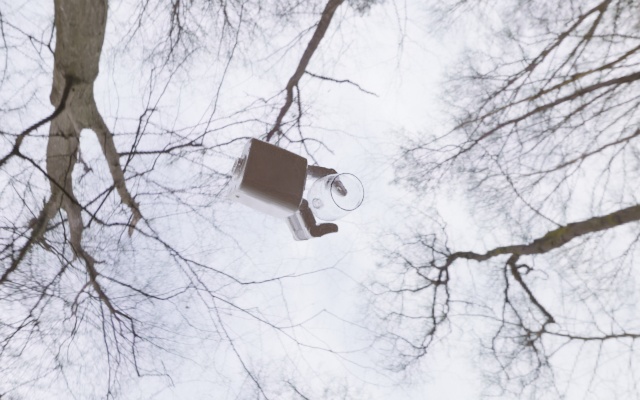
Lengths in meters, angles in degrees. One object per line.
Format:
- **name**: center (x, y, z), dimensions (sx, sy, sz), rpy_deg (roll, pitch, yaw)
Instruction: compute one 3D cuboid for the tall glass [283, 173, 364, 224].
- **tall glass**: center (0.000, 0.003, 0.842), dimensions (0.079, 0.079, 0.201), rpy_deg (0, -10, -26)
